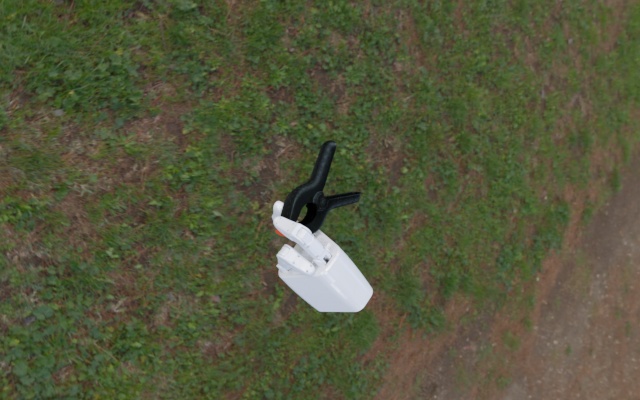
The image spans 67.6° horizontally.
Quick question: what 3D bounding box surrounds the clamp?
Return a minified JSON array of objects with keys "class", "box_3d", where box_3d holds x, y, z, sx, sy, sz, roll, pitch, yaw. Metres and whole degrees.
[{"class":"clamp","box_3d":[0.000,0.003,0.757,0.039,0.171,0.120,6,-37,54]}]
